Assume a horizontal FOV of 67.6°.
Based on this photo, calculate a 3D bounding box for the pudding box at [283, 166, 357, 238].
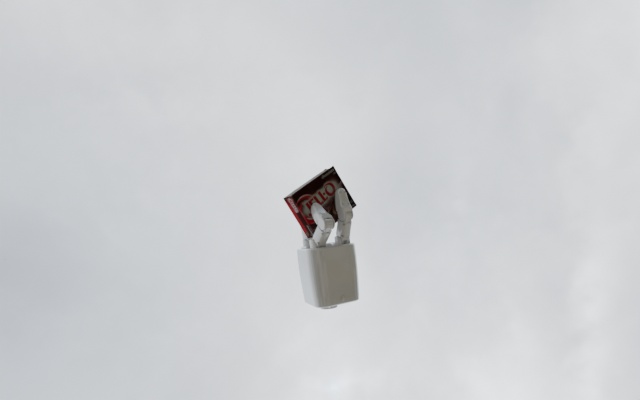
[{"bbox_3d":[0.000,0.003,0.881,0.113,0.090,0.039,-38,13,-32],"label":"pudding box"}]
